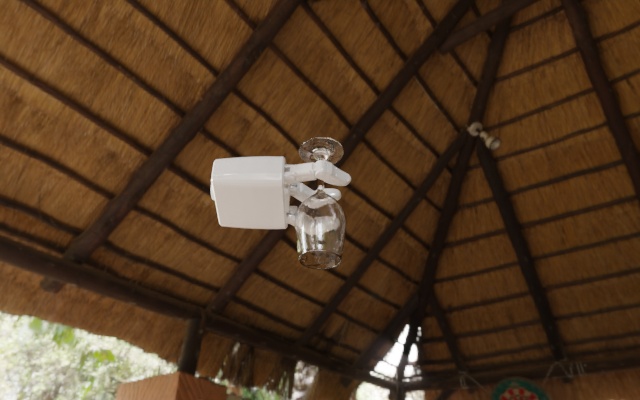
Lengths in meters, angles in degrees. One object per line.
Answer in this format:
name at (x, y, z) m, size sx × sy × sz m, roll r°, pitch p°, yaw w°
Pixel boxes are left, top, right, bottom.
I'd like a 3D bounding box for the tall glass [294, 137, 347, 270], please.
tall glass at (0.000, 0.002, 0.735) m, size 0.079 × 0.201 × 0.079 m, roll 0°, pitch -33°, yaw 0°
